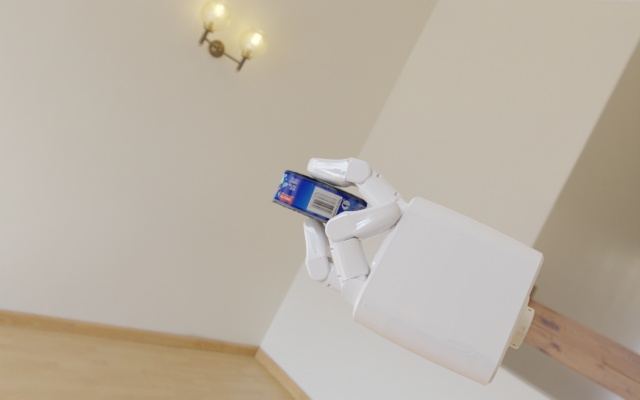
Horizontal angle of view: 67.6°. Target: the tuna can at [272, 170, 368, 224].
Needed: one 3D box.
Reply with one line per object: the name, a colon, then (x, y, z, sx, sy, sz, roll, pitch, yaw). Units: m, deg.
tuna can: (0.000, 0.001, 0.448, 0.086, 0.034, 0.086, 22, -1, 0)
